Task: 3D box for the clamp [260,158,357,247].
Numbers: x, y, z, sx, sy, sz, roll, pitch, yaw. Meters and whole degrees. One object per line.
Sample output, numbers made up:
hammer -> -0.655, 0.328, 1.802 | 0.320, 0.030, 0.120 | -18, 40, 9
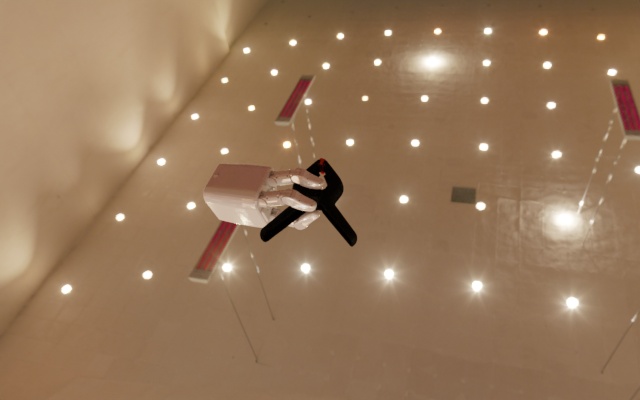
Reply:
clamp -> 0.000, 0.003, 0.859 | 0.164, 0.036, 0.209 | 8, 46, 13
